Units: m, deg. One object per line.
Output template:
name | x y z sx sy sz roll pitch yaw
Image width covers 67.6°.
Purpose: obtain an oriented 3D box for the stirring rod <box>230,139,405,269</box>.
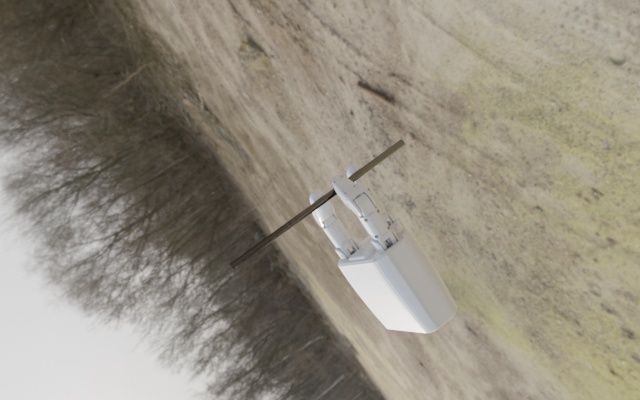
stirring rod | 0.000 0.002 0.535 0.239 0.011 0.011 -36 7 -10
